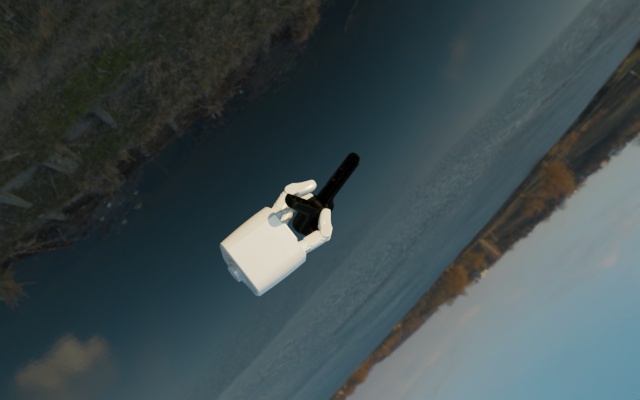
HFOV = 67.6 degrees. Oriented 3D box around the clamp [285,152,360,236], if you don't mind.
[{"bbox_3d":[0.000,0.004,0.887,0.164,0.036,0.210,-36,-20,-21],"label":"clamp"}]
